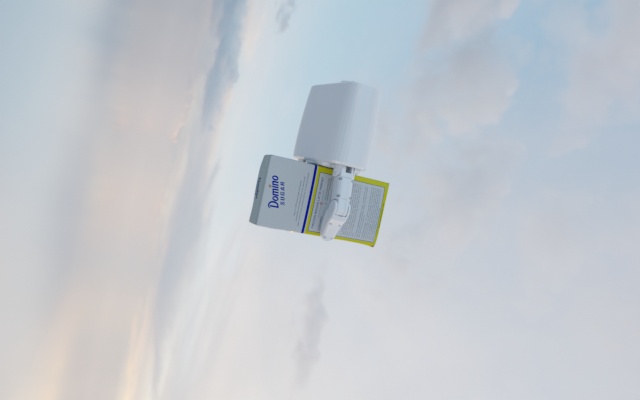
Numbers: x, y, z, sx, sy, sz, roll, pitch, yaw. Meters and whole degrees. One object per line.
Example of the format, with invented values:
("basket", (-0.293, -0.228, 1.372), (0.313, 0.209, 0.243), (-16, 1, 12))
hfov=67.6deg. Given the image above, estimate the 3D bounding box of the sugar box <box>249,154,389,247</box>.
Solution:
("sugar box", (0.000, 0.002, 0.641), (0.176, 0.093, 0.048), (13, -1, -21))
